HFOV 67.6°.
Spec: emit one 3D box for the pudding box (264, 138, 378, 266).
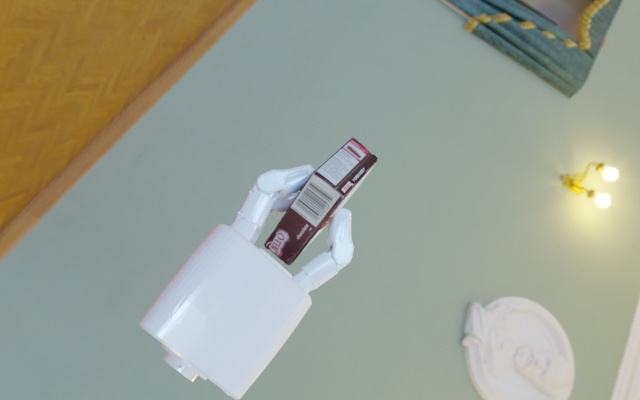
[{"bbox_3d":[0.000,0.002,0.473,0.113,0.039,0.090,-51,-3,39],"label":"pudding box"}]
